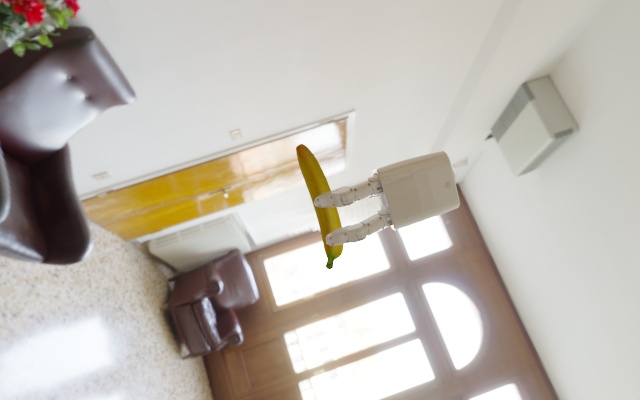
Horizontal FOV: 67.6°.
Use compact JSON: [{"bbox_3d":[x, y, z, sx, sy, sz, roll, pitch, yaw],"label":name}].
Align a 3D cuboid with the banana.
[{"bbox_3d":[0.004,0.007,0.750,0.037,0.198,0.069,-17,-7,8],"label":"banana"}]
